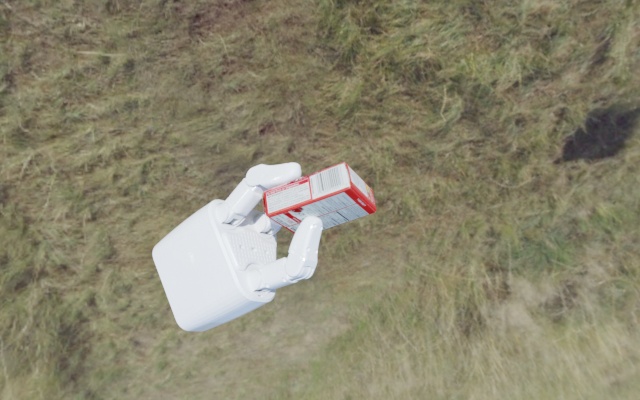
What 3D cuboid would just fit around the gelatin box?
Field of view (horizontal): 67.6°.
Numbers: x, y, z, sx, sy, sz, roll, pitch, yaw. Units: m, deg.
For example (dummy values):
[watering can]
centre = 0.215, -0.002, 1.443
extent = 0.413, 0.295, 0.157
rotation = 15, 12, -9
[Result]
[gelatin box]
centre = 0.000, 0.002, 0.462
extent = 0.089, 0.030, 0.073
rotation = -19, -26, 19
